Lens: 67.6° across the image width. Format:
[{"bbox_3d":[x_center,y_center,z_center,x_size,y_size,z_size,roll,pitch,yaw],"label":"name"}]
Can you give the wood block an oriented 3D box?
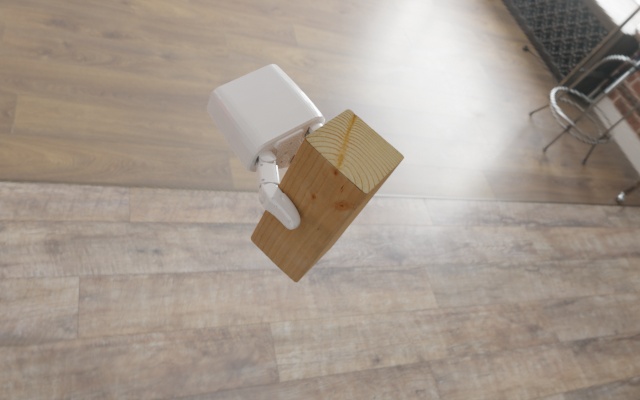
[{"bbox_3d":[0.000,0.002,0.590,0.090,0.090,0.206,-40,-11,-42],"label":"wood block"}]
